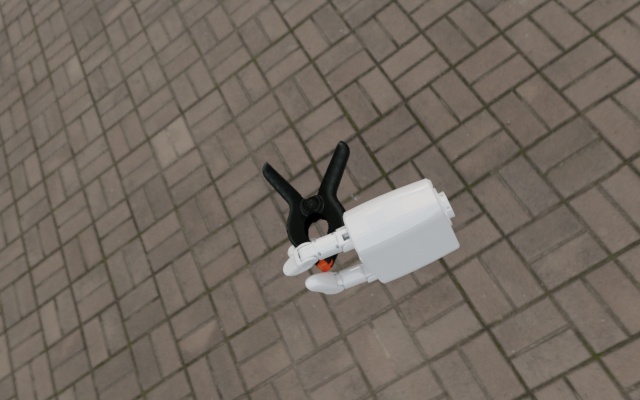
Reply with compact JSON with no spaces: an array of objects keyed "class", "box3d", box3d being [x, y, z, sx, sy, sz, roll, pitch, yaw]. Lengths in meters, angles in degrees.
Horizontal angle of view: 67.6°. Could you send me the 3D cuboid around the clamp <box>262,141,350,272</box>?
[{"class":"clamp","box3d":[0.000,0.002,0.608,0.120,0.171,0.039,-25,-24,11]}]
